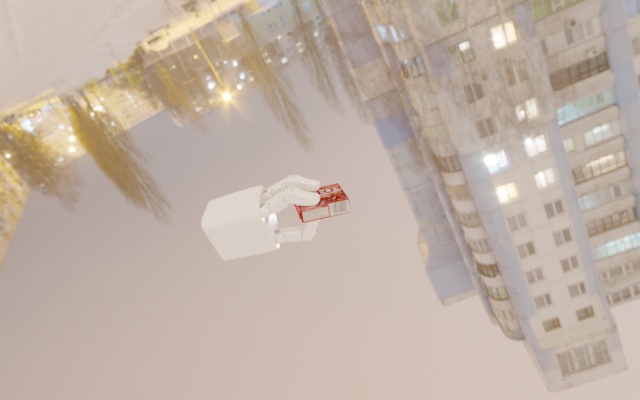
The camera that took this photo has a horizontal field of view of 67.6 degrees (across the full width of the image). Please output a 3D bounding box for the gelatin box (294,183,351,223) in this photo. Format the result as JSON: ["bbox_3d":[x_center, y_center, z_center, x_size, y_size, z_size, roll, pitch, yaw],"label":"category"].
[{"bbox_3d":[0.001,0.003,0.837,0.089,0.030,0.073,-12,26,-9],"label":"gelatin box"}]
